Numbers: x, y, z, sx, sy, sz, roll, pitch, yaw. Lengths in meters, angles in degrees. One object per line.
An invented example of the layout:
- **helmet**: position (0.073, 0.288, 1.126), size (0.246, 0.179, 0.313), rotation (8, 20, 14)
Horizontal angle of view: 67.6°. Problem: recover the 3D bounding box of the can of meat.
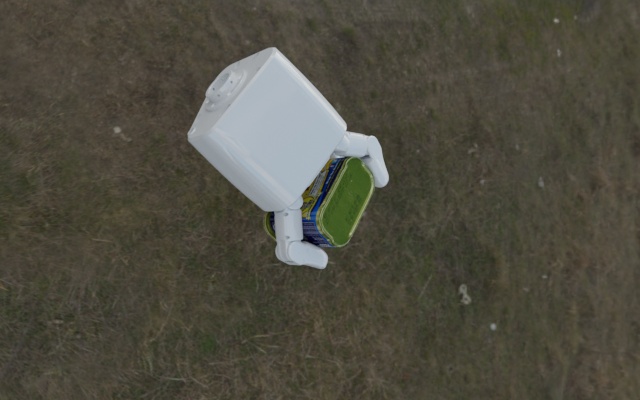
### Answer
- **can of meat**: position (0.000, 0.002, 0.511), size (0.084, 0.102, 0.057), rotation (-4, -40, 46)
